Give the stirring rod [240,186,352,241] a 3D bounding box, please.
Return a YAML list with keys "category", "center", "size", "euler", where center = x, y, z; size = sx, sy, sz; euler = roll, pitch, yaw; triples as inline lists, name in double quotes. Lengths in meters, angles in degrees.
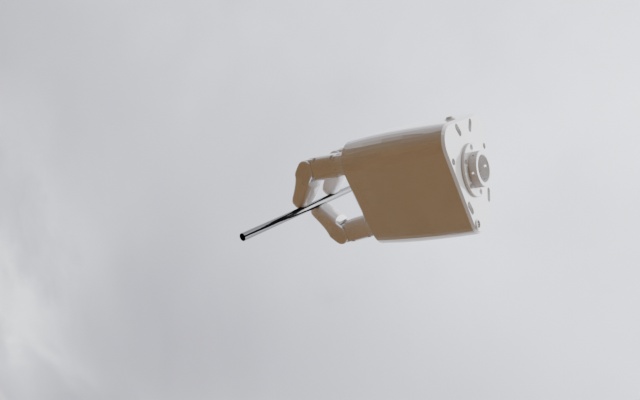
- category: "stirring rod"
  center: [0.000, 0.002, 0.539]
  size: [0.011, 0.011, 0.239]
  euler: [0, 16, 40]
